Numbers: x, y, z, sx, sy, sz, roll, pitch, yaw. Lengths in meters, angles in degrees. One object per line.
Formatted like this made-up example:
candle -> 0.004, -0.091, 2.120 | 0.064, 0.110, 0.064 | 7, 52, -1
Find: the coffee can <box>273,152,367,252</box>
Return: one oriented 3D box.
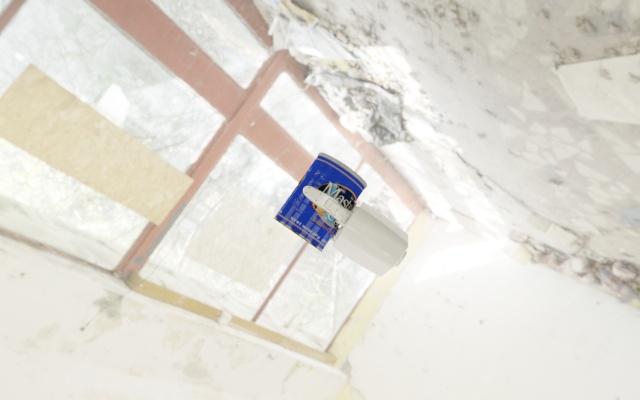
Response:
coffee can -> 0.000, 0.002, 0.826 | 0.103, 0.140, 0.103 | 34, -5, 4
